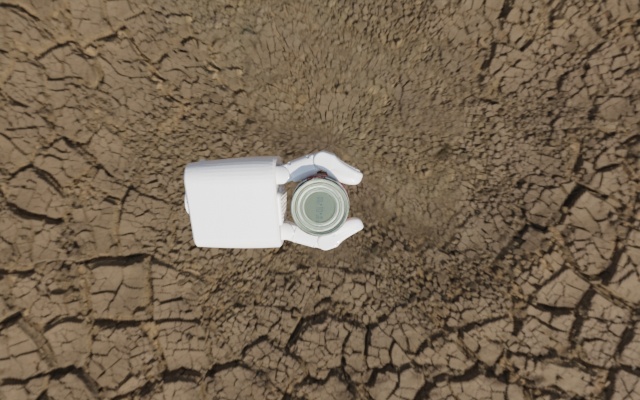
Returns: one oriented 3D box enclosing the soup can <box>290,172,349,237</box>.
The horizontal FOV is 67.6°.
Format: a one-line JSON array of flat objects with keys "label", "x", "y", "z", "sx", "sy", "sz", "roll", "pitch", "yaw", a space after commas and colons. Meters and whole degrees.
[{"label": "soup can", "x": 0.001, "y": 0.002, "z": 0.575, "sx": 0.068, "sy": 0.068, "sz": 0.102, "roll": 0, "pitch": 7, "yaw": 1}]
